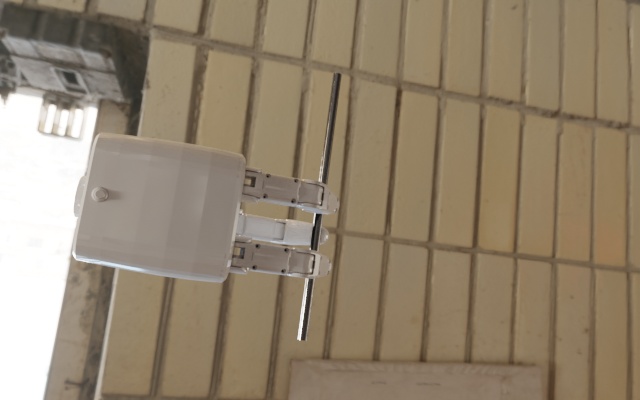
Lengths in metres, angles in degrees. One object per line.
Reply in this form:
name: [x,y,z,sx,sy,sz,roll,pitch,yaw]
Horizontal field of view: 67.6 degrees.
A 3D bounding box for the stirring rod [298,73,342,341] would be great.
stirring rod: [0.000,0.001,0.426,0.011,0.239,0.011,7,-8,1]
